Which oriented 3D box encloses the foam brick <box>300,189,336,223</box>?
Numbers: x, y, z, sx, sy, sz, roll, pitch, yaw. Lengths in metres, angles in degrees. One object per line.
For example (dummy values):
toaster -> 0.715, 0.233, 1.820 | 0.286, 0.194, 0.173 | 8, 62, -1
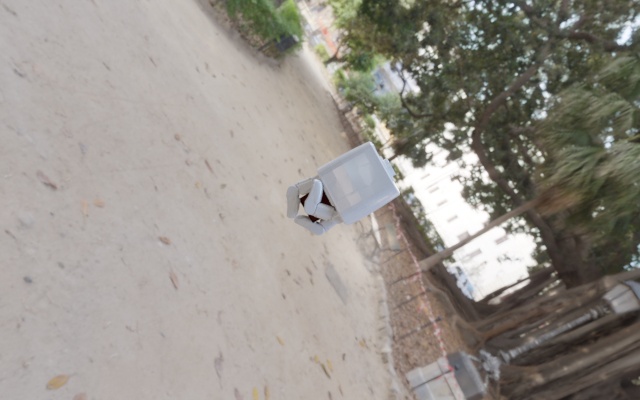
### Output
foam brick -> 0.000, 0.003, 0.880 | 0.051, 0.053, 0.078 | -30, 2, 9
